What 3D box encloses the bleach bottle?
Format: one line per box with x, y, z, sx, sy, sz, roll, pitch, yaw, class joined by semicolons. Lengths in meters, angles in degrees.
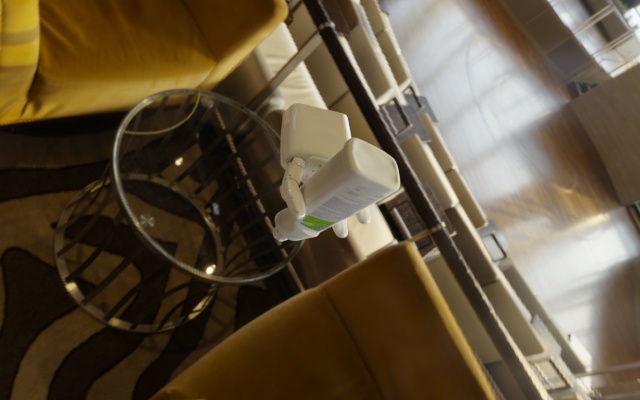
0.000;0.002;0.742;0.102;0.068;0.251;21;-38;-34;bleach bottle
